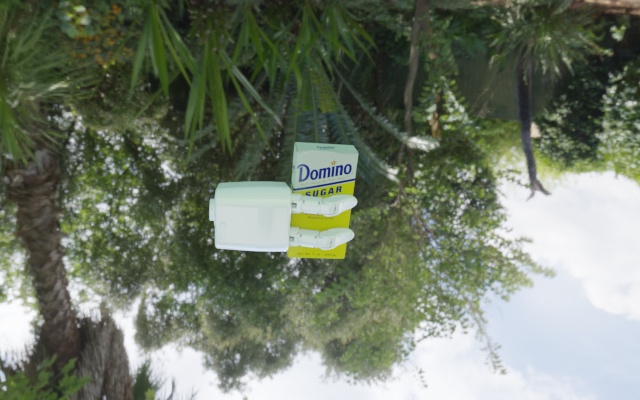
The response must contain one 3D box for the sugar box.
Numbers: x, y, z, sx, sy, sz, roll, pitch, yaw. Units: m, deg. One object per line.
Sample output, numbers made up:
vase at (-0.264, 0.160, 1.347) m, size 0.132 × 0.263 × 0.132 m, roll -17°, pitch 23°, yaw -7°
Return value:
sugar box at (0.000, 0.003, 0.730) m, size 0.093 × 0.176 × 0.048 m, roll 1°, pitch 25°, yaw -9°
